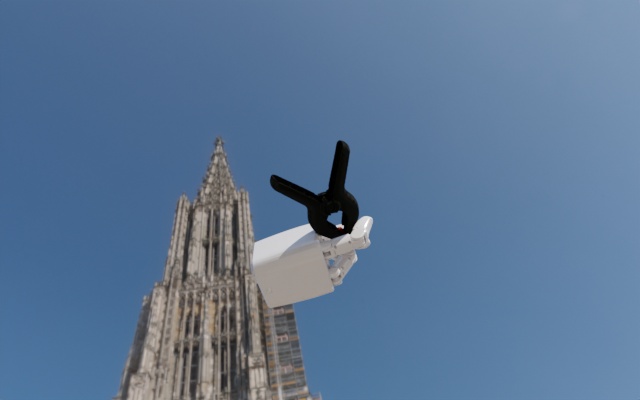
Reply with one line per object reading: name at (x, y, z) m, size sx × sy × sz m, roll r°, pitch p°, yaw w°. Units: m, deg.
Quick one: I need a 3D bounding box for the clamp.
clamp at (0.000, 0.002, 0.704) m, size 0.120 × 0.172 × 0.039 m, roll -17°, pitch 33°, yaw 0°
